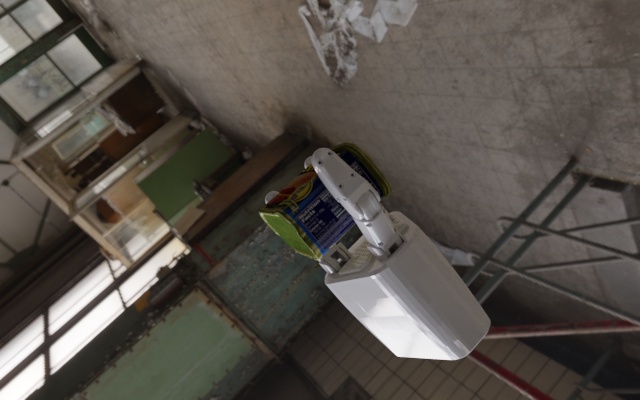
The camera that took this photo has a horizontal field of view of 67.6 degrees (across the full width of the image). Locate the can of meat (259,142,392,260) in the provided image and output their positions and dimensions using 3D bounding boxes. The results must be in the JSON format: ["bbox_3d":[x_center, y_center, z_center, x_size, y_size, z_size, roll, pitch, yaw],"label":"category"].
[{"bbox_3d":[0.000,0.002,0.413,0.084,0.057,0.102,-44,13,-14],"label":"can of meat"}]
